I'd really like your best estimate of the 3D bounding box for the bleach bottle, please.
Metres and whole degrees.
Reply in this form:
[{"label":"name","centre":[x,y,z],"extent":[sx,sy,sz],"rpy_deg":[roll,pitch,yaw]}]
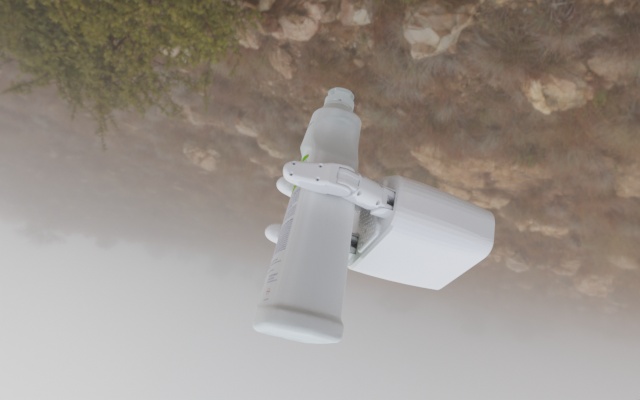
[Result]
[{"label":"bleach bottle","centre":[0.000,0.002,0.451],"extent":[0.068,0.250,0.102],"rpy_deg":[18,-21,-14]}]
